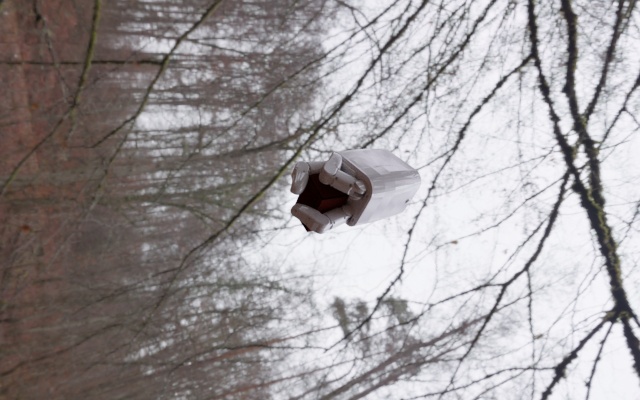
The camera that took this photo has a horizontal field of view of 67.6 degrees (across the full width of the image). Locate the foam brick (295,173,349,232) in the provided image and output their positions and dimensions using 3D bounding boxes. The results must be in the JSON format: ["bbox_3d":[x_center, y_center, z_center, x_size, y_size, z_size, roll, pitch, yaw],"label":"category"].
[{"bbox_3d":[0.000,0.003,0.731,0.051,0.053,0.078,-10,-36,-33],"label":"foam brick"}]
